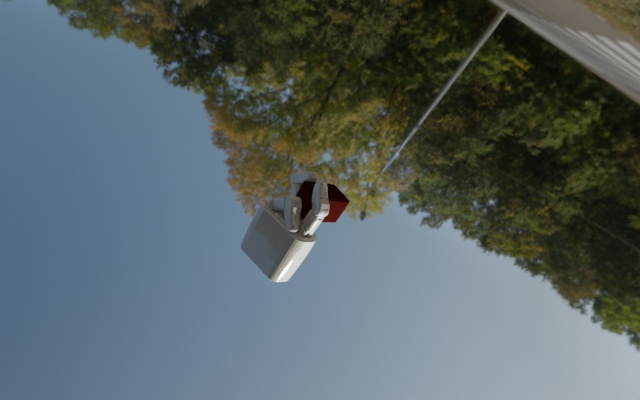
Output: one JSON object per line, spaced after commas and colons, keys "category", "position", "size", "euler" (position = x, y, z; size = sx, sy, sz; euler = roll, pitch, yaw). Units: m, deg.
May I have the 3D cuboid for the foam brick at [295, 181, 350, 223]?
{"category": "foam brick", "position": [0.000, 0.003, 0.850], "size": [0.078, 0.051, 0.053], "euler": [6, 34, -43]}
